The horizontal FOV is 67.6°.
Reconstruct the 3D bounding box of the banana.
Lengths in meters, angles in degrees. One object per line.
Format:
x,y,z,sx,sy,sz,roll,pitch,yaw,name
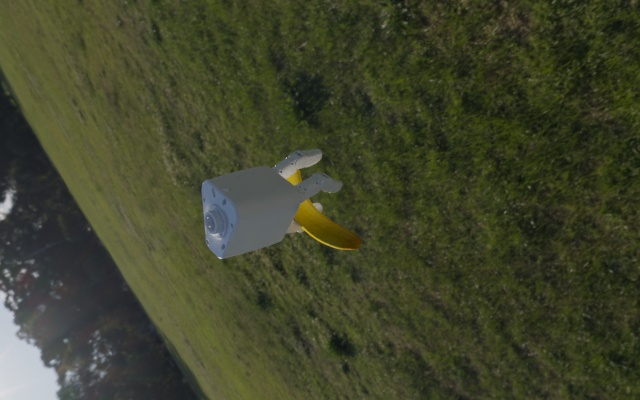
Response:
-0.013,0.012,0.744,0.070,0.197,0.037,-46,-27,24,banana
